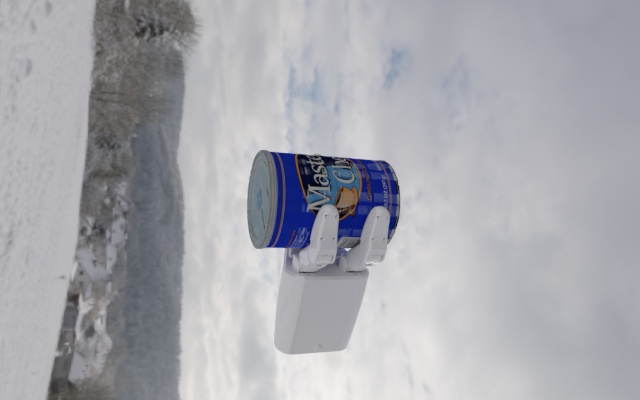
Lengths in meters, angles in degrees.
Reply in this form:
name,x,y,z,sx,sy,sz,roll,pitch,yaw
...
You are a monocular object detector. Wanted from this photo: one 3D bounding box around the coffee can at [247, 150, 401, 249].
name,x,y,z,sx,sy,sz,roll,pitch,yaw
coffee can,0.000,0.001,0.518,0.140,0.103,0.103,3,-1,-21
